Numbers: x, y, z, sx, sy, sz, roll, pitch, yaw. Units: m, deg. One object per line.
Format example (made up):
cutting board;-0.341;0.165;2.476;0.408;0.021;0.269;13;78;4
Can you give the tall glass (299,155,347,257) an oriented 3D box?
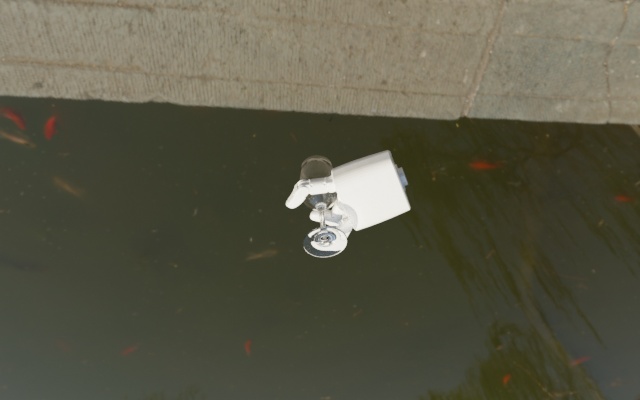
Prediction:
tall glass;0.000;0.003;0.864;0.079;0.079;0.200;0;42;-7
